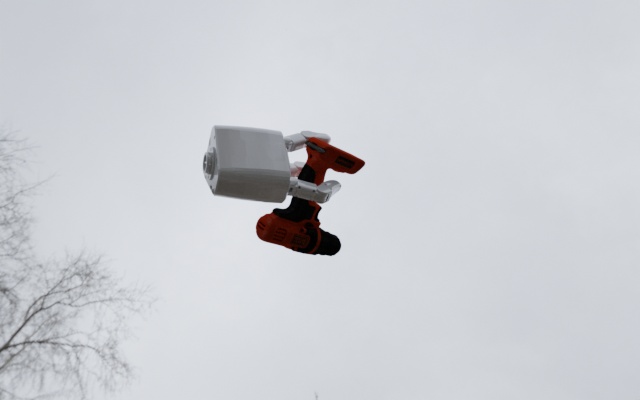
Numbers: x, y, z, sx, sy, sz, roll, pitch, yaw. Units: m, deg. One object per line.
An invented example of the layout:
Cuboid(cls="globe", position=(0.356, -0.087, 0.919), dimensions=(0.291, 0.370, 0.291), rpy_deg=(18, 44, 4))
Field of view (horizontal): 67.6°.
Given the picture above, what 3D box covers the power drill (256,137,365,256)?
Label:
Cuboid(cls="power drill", position=(0.000, 0.002, 0.793), dimensions=(0.184, 0.187, 0.057), rpy_deg=(19, 9, -46))
